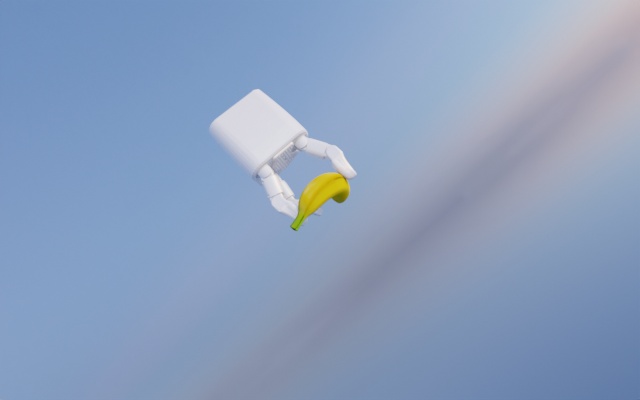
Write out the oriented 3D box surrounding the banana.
[{"bbox_3d":[0.009,-0.011,0.709,0.037,0.070,0.198,40,23,11],"label":"banana"}]
